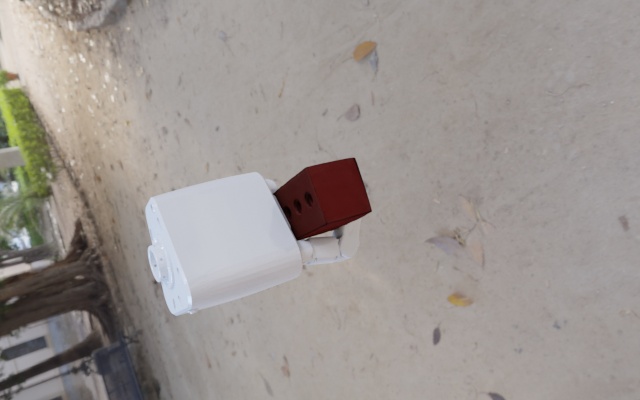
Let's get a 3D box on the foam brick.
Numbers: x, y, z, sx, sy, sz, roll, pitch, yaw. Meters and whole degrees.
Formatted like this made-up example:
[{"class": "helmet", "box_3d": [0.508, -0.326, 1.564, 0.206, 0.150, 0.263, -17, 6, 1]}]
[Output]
[{"class": "foam brick", "box_3d": [0.000, 0.001, 0.437, 0.051, 0.053, 0.078, -13, -11, -31]}]
